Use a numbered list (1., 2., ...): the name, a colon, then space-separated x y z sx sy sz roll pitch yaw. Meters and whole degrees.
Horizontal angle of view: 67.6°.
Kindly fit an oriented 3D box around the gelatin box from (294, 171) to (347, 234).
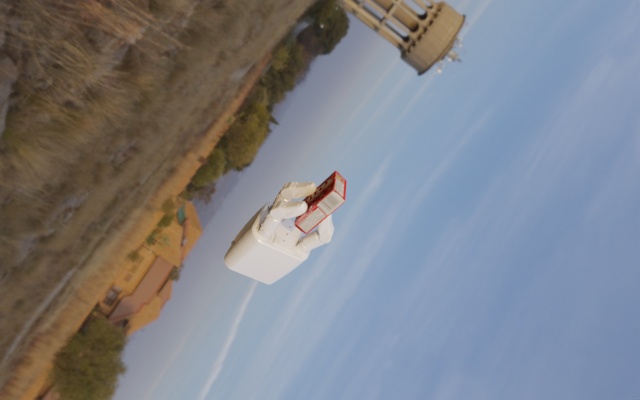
1. gelatin box: 0.001 0.003 0.752 0.089 0.030 0.073 -41 17 22
